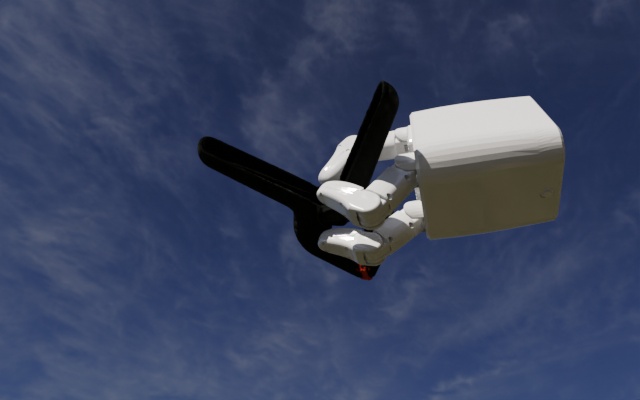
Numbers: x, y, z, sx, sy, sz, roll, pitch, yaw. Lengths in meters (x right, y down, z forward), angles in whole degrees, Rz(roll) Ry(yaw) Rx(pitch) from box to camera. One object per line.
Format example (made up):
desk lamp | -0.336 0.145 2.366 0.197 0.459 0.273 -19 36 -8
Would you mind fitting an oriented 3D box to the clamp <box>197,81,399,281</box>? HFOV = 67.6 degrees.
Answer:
clamp | 0.000 0.001 0.424 0.164 0.036 0.210 -8 -46 13
